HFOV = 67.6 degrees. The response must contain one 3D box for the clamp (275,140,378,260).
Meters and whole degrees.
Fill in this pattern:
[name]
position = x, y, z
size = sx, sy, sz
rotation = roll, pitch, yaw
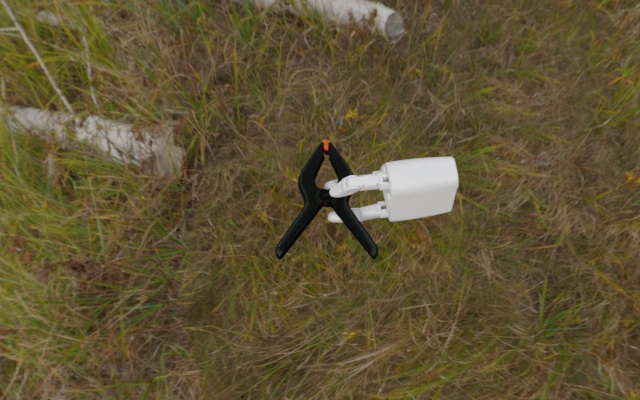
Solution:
[clamp]
position = 0.000, 0.002, 0.790
size = 0.164, 0.210, 0.036
rotation = -7, -17, 0
